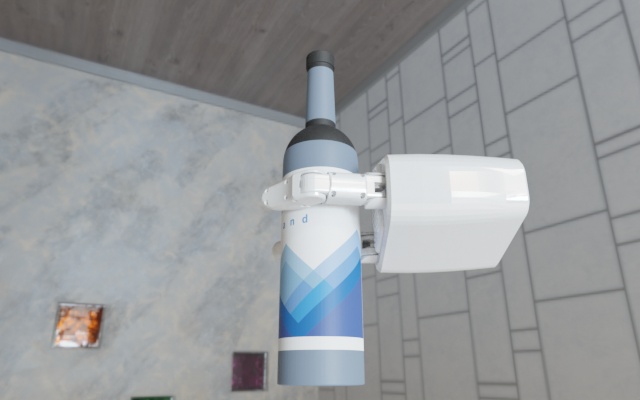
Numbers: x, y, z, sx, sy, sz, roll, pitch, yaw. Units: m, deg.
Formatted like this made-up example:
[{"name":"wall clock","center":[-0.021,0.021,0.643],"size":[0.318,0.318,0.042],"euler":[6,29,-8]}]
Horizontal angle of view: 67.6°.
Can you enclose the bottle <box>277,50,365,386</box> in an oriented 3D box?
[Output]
[{"name":"bottle","center":[0.000,0.002,0.411],"size":[0.069,0.295,0.069],"euler":[0,-20,0]}]
